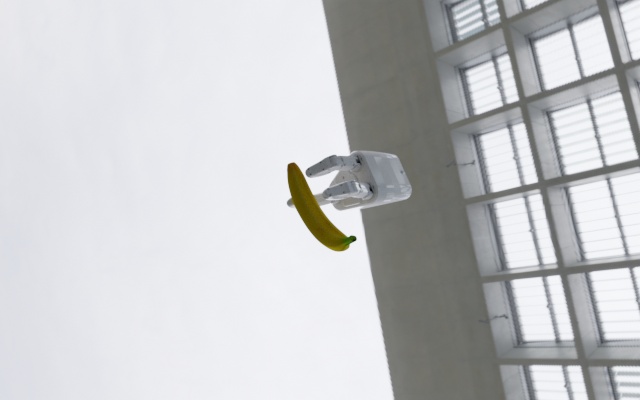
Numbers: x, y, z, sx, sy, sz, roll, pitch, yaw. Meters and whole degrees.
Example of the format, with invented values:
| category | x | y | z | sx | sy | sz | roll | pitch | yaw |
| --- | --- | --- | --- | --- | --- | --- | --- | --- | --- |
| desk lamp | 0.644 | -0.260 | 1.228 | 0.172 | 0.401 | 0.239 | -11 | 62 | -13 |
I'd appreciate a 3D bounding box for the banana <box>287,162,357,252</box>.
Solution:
| category | x | y | z | sx | sy | sz | roll | pitch | yaw |
| --- | --- | --- | --- | --- | --- | --- | --- | --- | --- |
| banana | -0.005 | 0.019 | 0.765 | 0.037 | 0.070 | 0.197 | -6 | 42 | -40 |
